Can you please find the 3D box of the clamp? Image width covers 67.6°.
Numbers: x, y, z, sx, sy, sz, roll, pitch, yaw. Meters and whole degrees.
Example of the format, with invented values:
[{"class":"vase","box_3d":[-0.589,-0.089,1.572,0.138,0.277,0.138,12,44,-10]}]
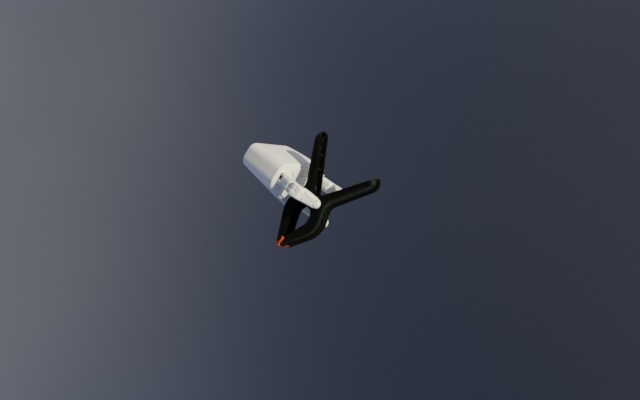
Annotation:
[{"class":"clamp","box_3d":[-0.001,0.003,0.818,0.164,0.210,0.036,38,9,38]}]
